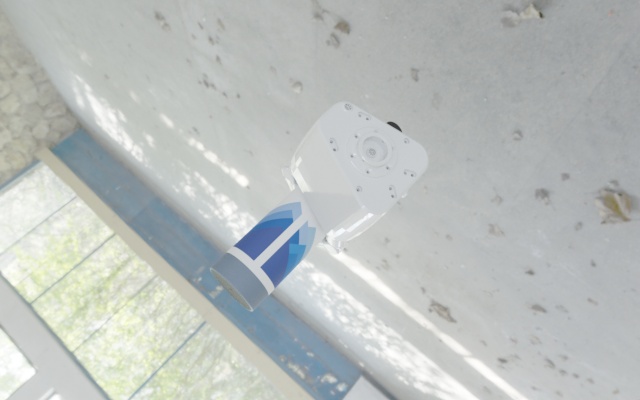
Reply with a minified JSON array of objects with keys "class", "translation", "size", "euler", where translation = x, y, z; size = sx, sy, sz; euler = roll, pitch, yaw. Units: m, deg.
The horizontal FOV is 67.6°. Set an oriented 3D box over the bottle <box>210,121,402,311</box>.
[{"class":"bottle","translation":[0.000,0.002,0.573],"size":[0.295,0.069,0.069],"euler":[-44,20,-22]}]
